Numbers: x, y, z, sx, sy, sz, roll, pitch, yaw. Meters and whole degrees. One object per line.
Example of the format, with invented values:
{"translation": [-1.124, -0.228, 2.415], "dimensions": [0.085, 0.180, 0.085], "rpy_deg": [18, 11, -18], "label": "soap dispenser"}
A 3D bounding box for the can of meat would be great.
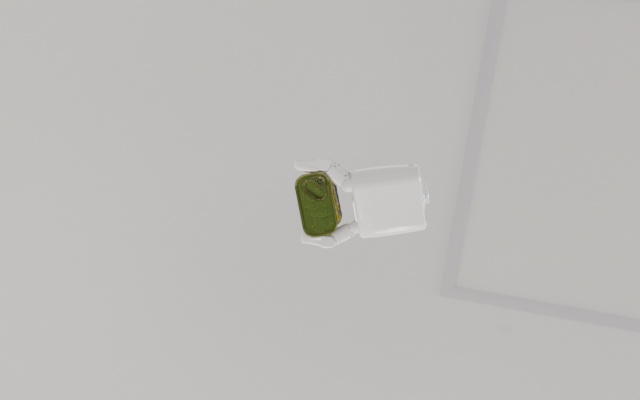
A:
{"translation": [0.000, 0.003, 0.789], "dimensions": [0.057, 0.102, 0.084], "rpy_deg": [-10, 5, 11], "label": "can of meat"}
